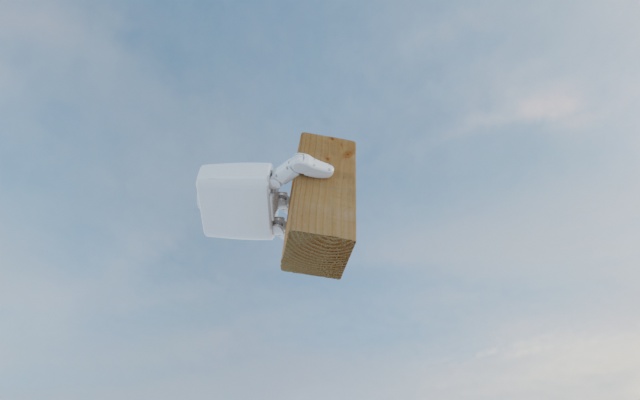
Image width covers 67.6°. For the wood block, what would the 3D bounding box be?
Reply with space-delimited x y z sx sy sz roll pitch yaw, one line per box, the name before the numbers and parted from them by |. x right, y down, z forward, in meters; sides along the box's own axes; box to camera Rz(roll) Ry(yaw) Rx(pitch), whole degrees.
wood block | 0.000 0.002 0.709 0.090 0.206 0.091 10 -45 -6
